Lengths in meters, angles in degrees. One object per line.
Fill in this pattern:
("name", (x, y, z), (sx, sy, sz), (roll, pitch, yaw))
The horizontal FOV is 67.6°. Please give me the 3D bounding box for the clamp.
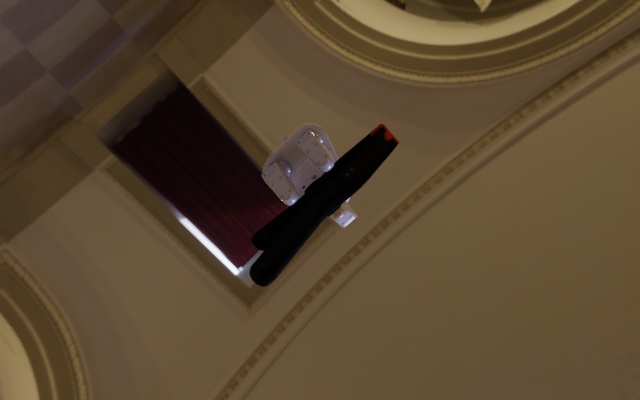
("clamp", (0.001, 0.002, 0.504), (0.210, 0.036, 0.164), (-42, 11, 6))
